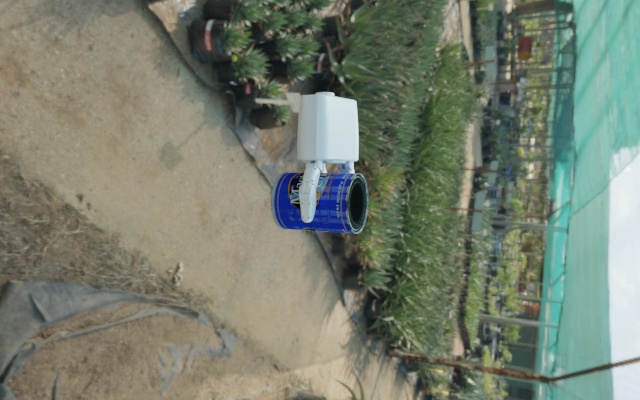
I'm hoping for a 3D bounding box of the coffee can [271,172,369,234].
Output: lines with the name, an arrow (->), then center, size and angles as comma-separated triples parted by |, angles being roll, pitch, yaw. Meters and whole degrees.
coffee can -> 0.000, 0.003, 0.822 | 0.140, 0.103, 0.103 | 2, 1, 24
